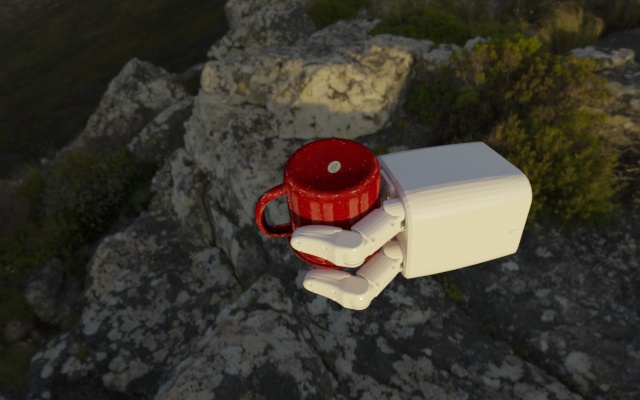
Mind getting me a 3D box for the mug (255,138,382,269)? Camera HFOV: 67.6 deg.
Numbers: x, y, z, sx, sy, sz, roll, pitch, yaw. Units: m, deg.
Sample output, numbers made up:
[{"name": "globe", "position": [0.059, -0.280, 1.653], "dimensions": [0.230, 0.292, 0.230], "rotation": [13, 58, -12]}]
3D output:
[{"name": "mug", "position": [-0.001, 0.001, 0.420], "dimensions": [0.117, 0.082, 0.093], "rotation": [-10, 44, -4]}]
